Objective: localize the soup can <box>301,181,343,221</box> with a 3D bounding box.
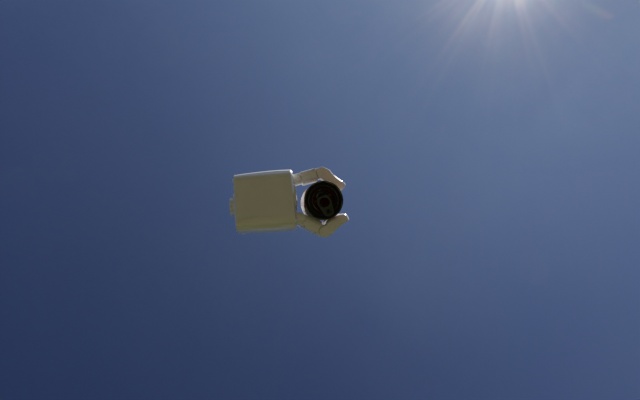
[{"bbox_3d":[0.001,0.003,0.867,0.068,0.068,0.102,0,-3,-6],"label":"soup can"}]
